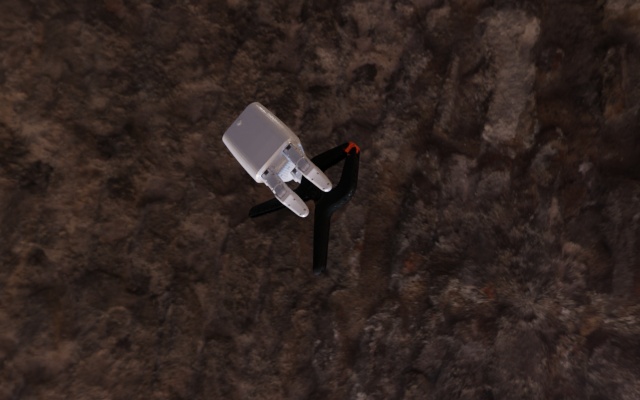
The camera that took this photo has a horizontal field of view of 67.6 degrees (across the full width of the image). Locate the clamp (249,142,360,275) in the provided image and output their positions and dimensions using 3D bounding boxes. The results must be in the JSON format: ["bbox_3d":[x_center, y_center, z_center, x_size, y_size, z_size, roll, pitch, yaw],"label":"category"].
[{"bbox_3d":[0.001,0.002,0.767,0.164,0.210,0.036,46,9,19],"label":"clamp"}]
